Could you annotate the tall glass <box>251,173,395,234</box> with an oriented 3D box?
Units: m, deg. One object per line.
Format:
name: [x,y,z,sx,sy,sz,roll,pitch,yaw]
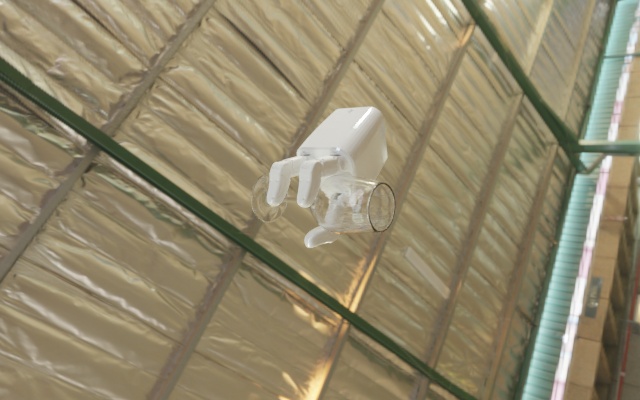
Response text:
tall glass: [0.000,0.002,0.649,0.201,0.079,0.079,5,3,40]
